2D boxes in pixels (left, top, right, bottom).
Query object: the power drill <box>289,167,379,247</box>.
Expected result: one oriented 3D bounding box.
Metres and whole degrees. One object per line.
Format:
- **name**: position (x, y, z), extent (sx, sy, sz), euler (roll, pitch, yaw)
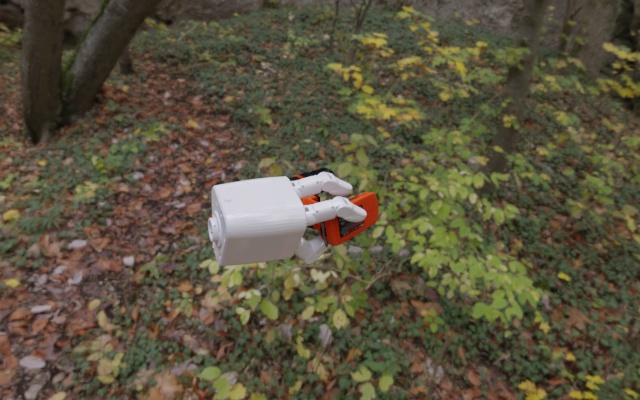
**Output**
- **power drill**: position (0.000, 0.003, 0.769), extent (0.184, 0.057, 0.187), euler (-29, 30, -35)
